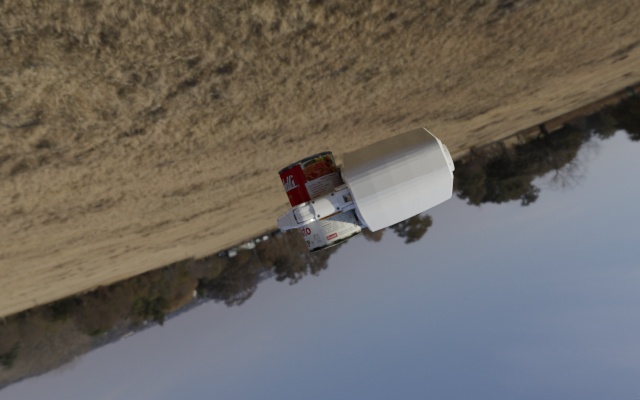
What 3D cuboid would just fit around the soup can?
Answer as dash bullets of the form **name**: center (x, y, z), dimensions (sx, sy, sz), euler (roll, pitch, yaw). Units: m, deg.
- **soup can**: center (0.000, 0.002, 0.561), dimensions (0.068, 0.102, 0.068), euler (-22, -2, -1)
